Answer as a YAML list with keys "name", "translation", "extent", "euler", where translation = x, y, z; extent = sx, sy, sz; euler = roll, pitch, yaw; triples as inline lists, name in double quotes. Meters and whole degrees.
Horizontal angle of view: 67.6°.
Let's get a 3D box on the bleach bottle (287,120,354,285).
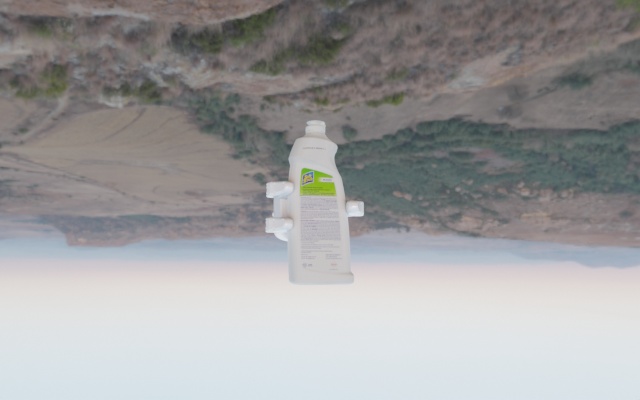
- name: "bleach bottle"
  translation: [0.000, 0.002, 0.740]
  extent: [0.102, 0.251, 0.068]
  euler: [2, -6, -14]
